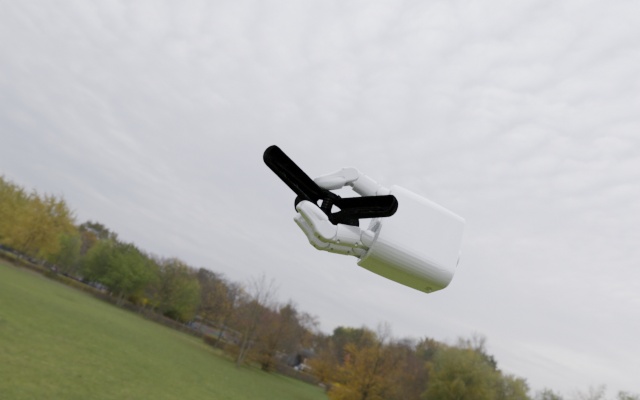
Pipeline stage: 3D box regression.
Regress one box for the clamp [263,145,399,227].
[{"bbox_3d":[0.001,0.002,0.620,0.164,0.036,0.210,27,-19,1],"label":"clamp"}]
